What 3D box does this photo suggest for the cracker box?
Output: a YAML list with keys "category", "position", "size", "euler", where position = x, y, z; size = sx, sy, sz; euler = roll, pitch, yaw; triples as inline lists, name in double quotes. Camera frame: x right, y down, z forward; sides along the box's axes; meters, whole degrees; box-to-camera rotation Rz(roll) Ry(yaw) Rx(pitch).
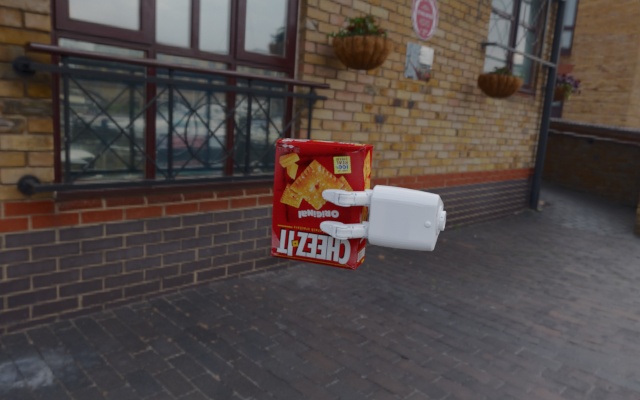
- category: "cracker box"
  position: [0.000, 0.003, 0.845]
  size: [0.164, 0.214, 0.072]
  euler: [7, 10, 18]
